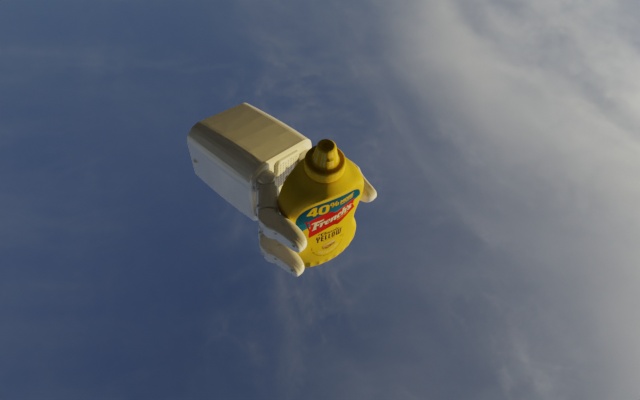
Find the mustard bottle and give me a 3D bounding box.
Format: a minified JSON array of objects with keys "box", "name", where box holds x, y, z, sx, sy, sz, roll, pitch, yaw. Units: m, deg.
[{"box":[0.000,0.002,0.527,0.096,0.058,0.192,-21,-31,-17],"name":"mustard bottle"}]
